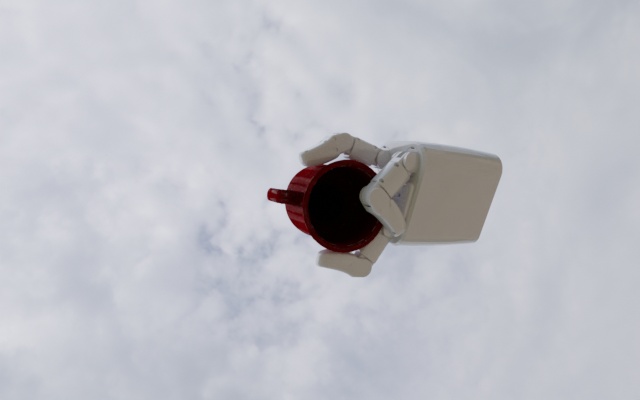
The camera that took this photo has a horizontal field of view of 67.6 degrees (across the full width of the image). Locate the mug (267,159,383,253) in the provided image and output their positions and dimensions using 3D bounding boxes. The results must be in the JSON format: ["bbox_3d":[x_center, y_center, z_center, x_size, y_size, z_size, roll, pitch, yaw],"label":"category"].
[{"bbox_3d":[-0.001,0.002,0.504,0.117,0.093,0.081,5,3,-23],"label":"mug"}]
